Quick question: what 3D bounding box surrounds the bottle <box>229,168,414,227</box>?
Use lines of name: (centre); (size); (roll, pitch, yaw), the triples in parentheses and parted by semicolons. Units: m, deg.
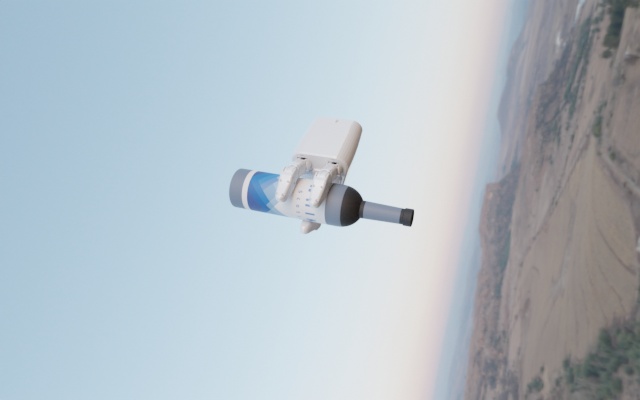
bottle: (0.000, 0.003, 0.760); (0.295, 0.069, 0.069); (10, 3, 18)
